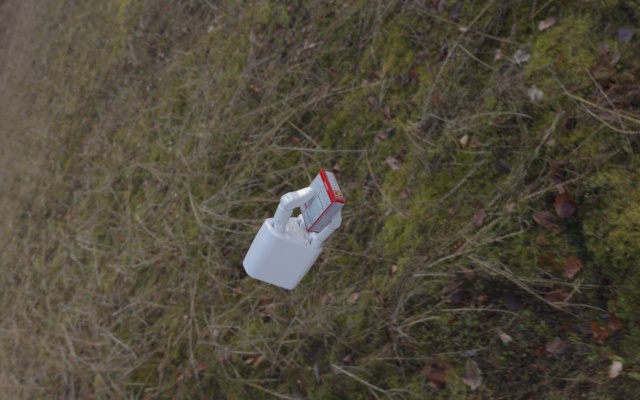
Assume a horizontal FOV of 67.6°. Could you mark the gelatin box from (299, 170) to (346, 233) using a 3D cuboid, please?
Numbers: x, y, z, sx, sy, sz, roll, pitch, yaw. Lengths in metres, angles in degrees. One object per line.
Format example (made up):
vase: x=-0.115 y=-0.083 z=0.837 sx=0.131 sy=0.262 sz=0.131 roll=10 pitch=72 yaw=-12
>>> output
gelatin box: x=0.000 y=0.002 z=0.842 sx=0.030 sy=0.073 sz=0.089 roll=11 pitch=-47 yaw=-35
